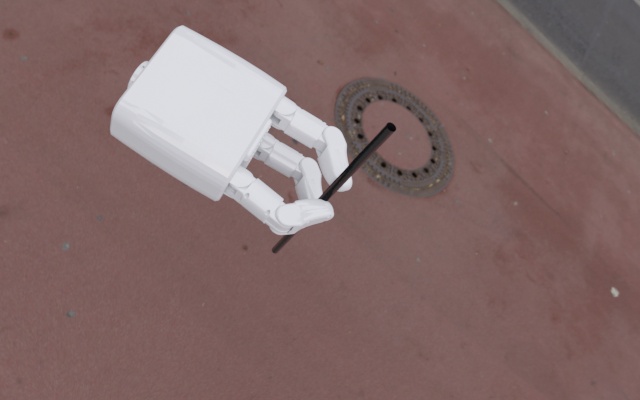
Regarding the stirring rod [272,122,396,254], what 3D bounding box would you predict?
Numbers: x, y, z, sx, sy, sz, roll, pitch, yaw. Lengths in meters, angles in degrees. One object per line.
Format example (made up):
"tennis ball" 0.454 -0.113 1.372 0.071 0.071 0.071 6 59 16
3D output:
"stirring rod" 0.000 0.001 0.435 0.011 0.011 0.240 0 -27 -28
